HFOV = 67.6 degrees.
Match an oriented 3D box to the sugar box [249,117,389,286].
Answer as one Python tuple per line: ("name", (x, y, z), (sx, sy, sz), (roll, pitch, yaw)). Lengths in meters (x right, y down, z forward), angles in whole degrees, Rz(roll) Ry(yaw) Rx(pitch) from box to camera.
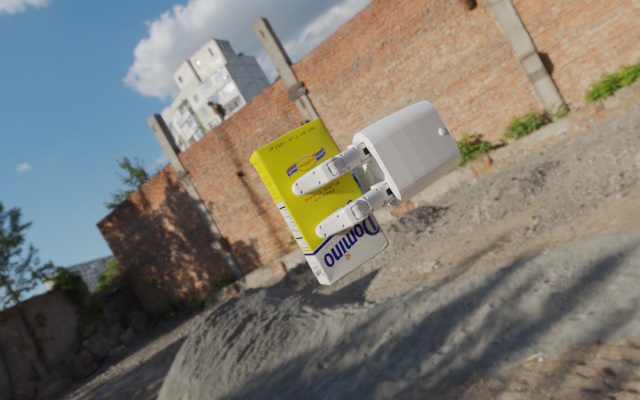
("sugar box", (0.000, 0.002, 0.567), (0.093, 0.176, 0.048), (-31, 1, -19))
